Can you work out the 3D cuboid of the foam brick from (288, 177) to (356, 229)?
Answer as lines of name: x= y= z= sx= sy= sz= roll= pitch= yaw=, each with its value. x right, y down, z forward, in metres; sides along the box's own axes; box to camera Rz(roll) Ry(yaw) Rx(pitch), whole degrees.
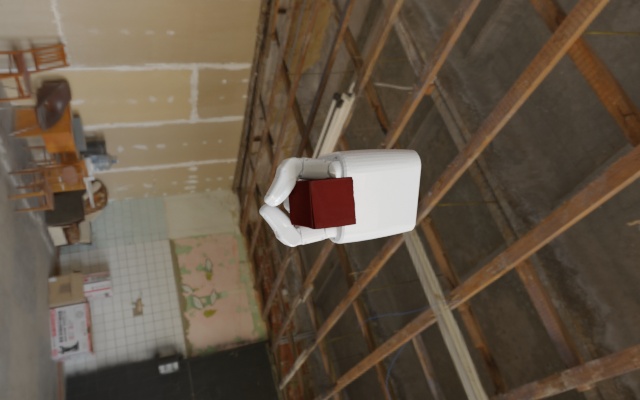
foam brick: x=0.000 y=0.002 z=0.531 sx=0.051 sy=0.053 sz=0.078 roll=-5 pitch=3 yaw=-21
